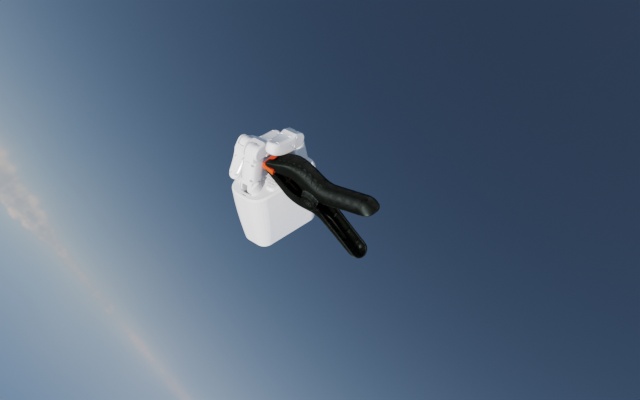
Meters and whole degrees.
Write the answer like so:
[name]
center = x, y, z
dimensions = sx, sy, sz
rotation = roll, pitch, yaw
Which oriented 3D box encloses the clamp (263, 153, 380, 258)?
[clamp]
center = 0.000, 0.002, 0.592
dimensions = 0.171, 0.120, 0.039
rotation = 35, 56, 28
